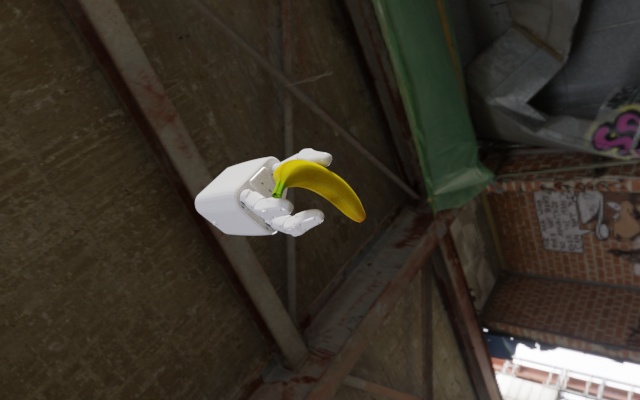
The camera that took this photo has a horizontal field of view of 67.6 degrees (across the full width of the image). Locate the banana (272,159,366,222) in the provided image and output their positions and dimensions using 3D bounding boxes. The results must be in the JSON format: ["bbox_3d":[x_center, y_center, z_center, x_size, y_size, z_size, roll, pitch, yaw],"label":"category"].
[{"bbox_3d":[-0.002,-0.017,0.666,0.037,0.069,0.198,-12,-18,39],"label":"banana"}]
